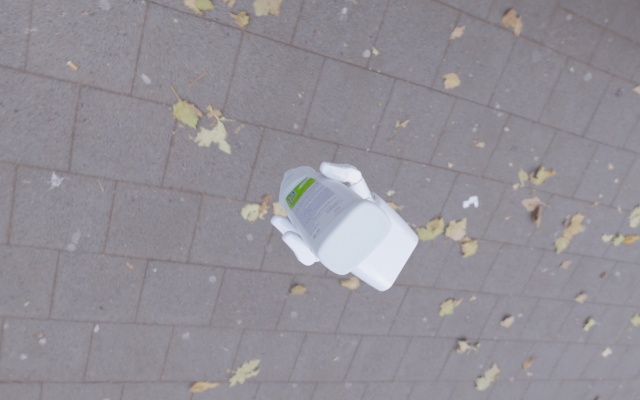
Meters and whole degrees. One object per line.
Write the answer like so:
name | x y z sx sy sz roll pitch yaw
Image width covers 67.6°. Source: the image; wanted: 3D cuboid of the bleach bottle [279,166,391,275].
bleach bottle | 0.000 0.002 0.686 0.068 0.102 0.250 42 4 -30
